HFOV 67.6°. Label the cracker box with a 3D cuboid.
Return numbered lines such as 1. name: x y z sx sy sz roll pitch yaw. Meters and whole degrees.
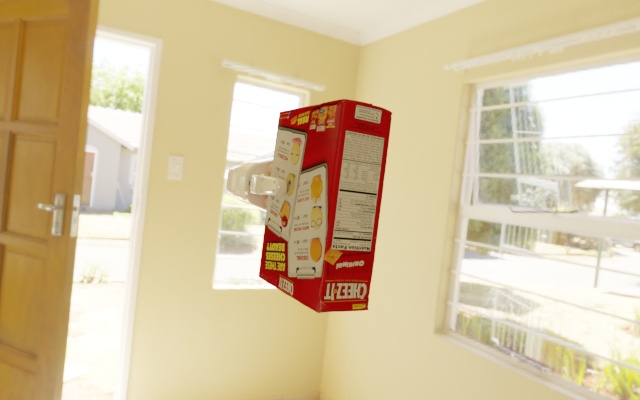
1. cracker box: 0.000 0.002 0.548 0.072 0.213 0.164 6 2 -28
